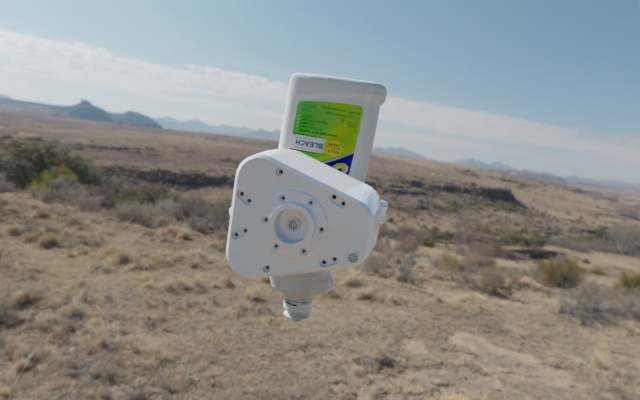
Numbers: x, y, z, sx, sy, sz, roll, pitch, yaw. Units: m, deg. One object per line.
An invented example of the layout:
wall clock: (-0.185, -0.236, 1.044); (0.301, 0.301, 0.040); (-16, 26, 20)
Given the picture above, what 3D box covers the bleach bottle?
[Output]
bleach bottle: (0.000, 0.002, 0.500); (0.102, 0.251, 0.068); (9, 7, 7)
